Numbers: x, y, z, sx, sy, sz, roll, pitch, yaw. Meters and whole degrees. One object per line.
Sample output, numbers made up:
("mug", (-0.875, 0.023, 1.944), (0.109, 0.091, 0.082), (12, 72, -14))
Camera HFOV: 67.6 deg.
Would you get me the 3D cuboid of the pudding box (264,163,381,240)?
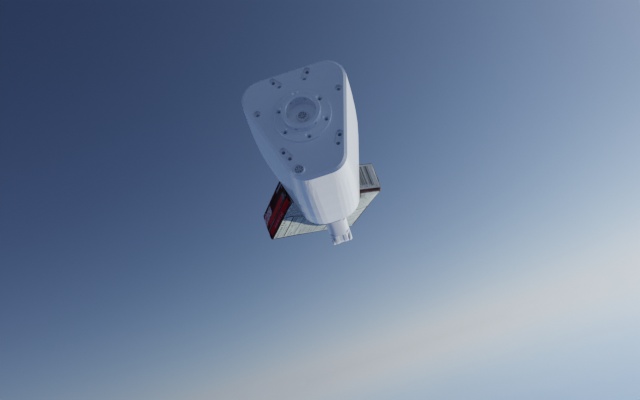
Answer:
("pudding box", (0.000, 0.002, 0.541), (0.113, 0.039, 0.090), (-7, -27, -25))
